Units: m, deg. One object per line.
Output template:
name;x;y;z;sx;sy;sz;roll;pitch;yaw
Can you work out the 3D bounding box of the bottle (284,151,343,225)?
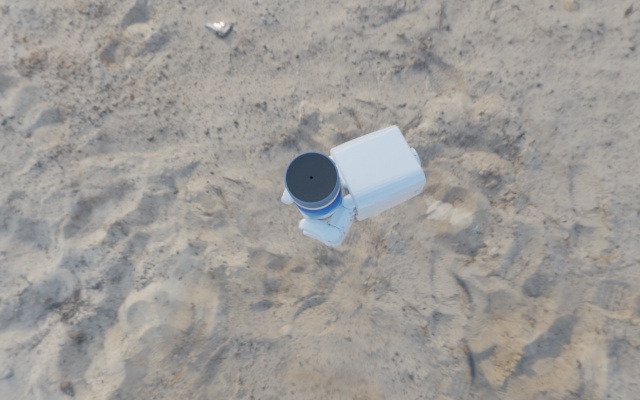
bottle;0.000;0.002;0.714;0.069;0.069;0.296;0;-12;4
